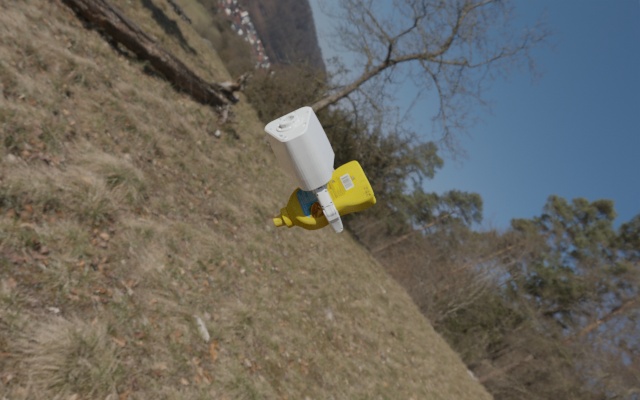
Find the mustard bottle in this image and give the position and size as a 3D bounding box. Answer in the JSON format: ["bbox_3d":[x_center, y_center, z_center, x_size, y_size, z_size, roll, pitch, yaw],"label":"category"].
[{"bbox_3d":[0.000,0.003,0.898,0.191,0.096,0.058,-24,-33,2],"label":"mustard bottle"}]
